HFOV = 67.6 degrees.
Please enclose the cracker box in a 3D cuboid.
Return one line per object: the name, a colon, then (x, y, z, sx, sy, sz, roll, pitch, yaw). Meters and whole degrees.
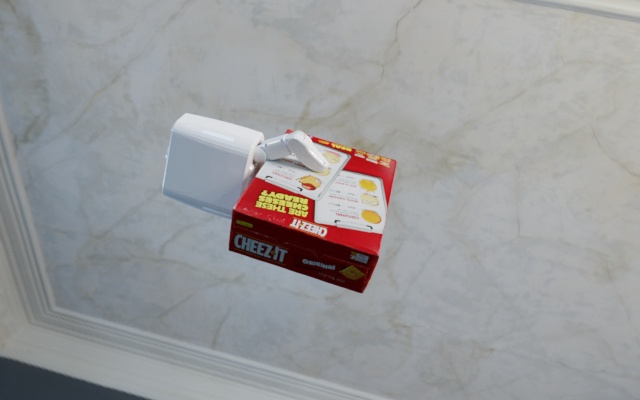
cracker box: (0.000, 0.002, 0.601, 0.164, 0.072, 0.213, 17, 35, 4)
